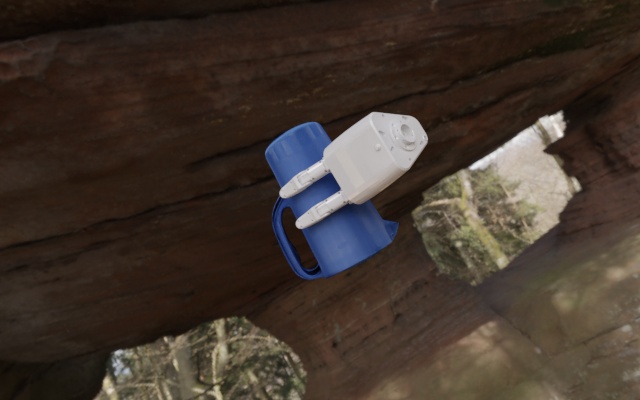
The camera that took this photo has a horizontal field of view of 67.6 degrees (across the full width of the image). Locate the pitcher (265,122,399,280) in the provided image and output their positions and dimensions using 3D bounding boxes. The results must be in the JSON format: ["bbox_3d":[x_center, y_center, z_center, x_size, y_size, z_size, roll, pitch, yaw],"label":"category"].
[{"bbox_3d":[0.000,0.003,0.794,0.149,0.243,0.145,-25,-8,-43],"label":"pitcher"}]
